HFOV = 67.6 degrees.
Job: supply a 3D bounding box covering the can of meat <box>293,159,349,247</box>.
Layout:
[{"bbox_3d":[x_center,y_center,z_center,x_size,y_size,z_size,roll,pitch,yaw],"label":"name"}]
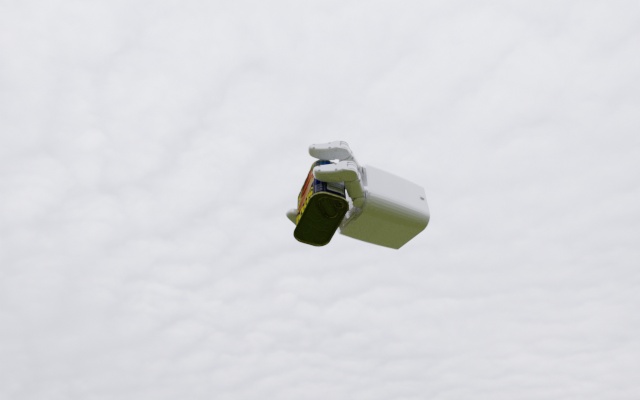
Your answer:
[{"bbox_3d":[0.000,0.002,0.702,0.057,0.102,0.083,16,39,-13],"label":"can of meat"}]
